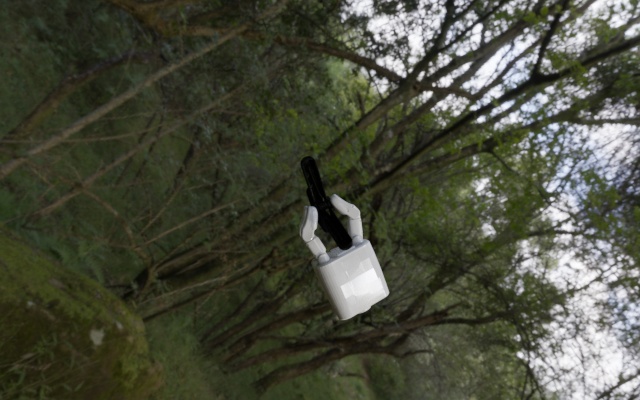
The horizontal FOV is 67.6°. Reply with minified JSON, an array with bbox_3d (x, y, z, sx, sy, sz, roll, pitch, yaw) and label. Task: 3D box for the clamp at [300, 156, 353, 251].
[{"bbox_3d":[0.001,0.003,0.855,0.036,0.164,0.210,-24,4,-6],"label":"clamp"}]
